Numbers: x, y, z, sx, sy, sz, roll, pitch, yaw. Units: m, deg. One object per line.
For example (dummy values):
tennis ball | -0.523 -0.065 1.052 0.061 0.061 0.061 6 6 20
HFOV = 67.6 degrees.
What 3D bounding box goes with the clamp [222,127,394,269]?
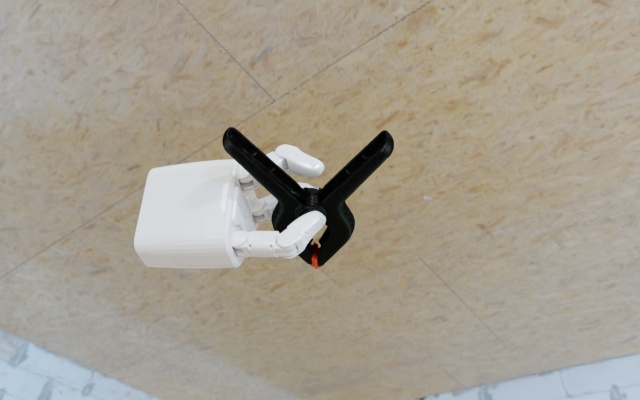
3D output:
clamp | 0.000 0.003 0.518 0.164 0.036 0.210 -2 -43 10
